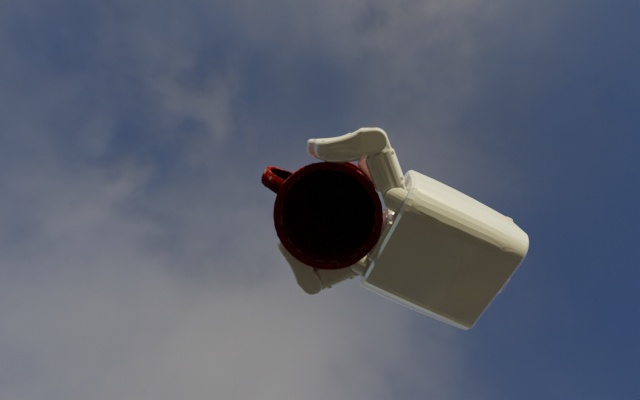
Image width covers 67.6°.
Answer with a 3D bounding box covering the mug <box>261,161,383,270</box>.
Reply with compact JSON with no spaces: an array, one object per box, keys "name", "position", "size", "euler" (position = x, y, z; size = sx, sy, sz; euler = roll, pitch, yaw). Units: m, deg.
[{"name":"mug","position":[-0.001,0.001,0.439],"size":[0.117,0.093,0.081],"euler":[26,13,2]}]
